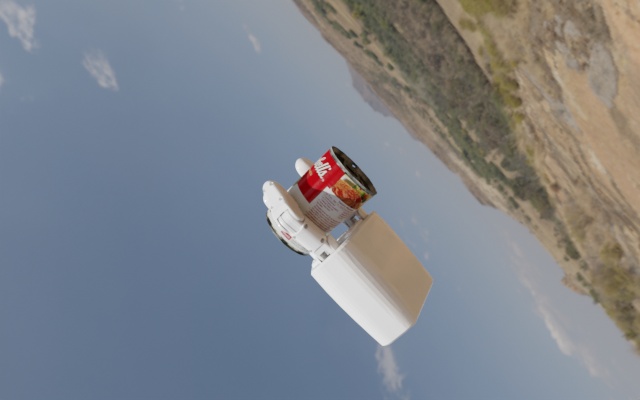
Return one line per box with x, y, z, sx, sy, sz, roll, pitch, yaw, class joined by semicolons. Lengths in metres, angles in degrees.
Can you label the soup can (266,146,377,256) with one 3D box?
0.000;0.002;0.508;0.102;0.068;0.068;-43;-14;15;soup can
